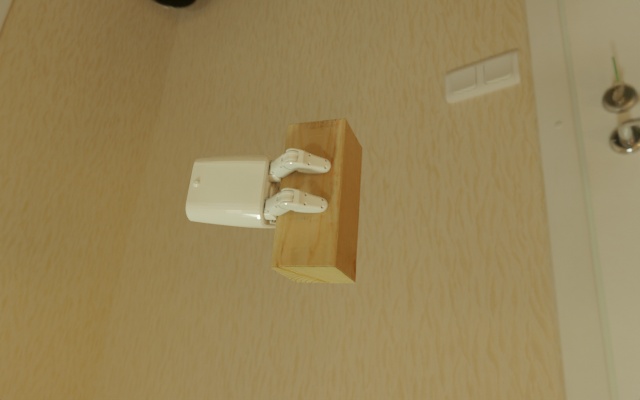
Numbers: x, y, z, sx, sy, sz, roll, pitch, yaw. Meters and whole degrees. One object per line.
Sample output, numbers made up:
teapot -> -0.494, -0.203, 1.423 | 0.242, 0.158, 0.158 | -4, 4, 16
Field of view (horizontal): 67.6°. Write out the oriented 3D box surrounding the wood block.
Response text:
wood block -> 0.000, 0.002, 0.657 | 0.090, 0.206, 0.091 | -3, -23, 20
